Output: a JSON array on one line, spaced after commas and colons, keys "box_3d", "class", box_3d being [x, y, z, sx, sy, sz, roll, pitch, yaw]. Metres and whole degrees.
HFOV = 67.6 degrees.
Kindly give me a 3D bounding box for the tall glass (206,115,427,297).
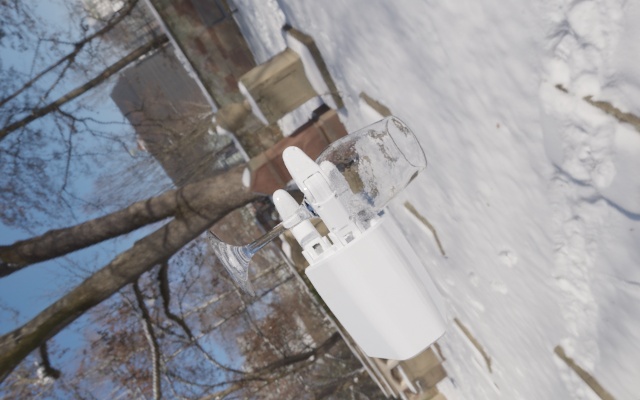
[{"box_3d": [-0.001, 0.002, 0.442, 0.201, 0.079, 0.079, -35, 3, -5], "class": "tall glass"}]
